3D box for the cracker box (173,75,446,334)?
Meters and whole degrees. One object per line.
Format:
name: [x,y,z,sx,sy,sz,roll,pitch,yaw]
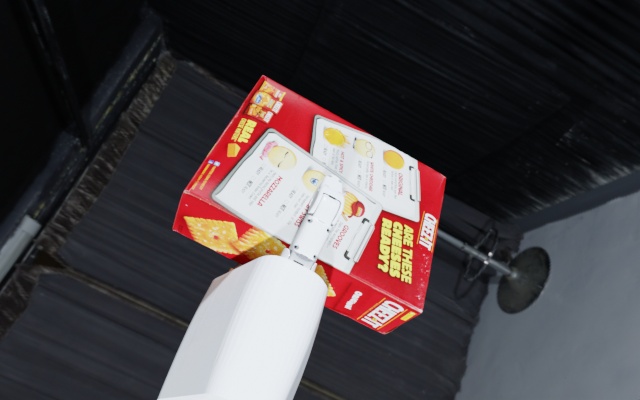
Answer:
cracker box: [0.000,0.001,0.446,0.214,0.164,0.072,28,-40,-7]
